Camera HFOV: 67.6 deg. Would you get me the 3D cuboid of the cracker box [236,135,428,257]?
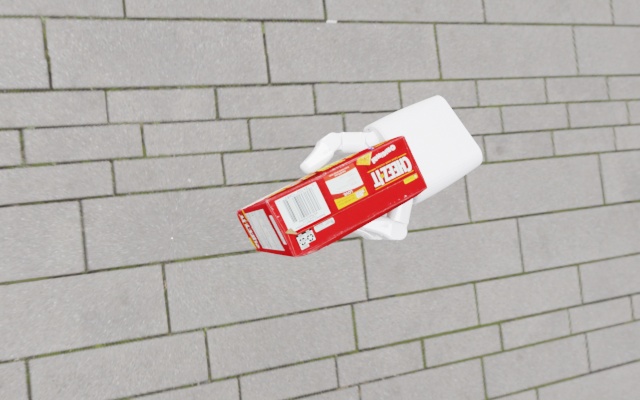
[{"bbox_3d":[0.000,0.002,0.570,0.164,0.072,0.214,-27,4,-17],"label":"cracker box"}]
